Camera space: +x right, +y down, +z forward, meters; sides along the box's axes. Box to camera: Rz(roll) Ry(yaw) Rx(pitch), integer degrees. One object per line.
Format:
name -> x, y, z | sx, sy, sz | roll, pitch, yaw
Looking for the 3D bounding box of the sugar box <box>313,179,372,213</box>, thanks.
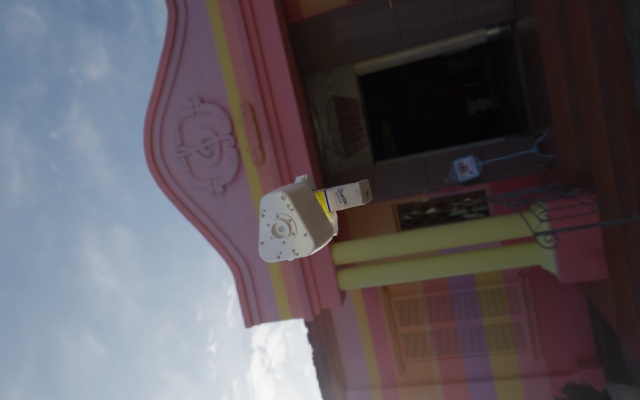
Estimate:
sugar box -> 0.000, 0.003, 0.869 | 0.176, 0.048, 0.093 | -11, 3, 17
